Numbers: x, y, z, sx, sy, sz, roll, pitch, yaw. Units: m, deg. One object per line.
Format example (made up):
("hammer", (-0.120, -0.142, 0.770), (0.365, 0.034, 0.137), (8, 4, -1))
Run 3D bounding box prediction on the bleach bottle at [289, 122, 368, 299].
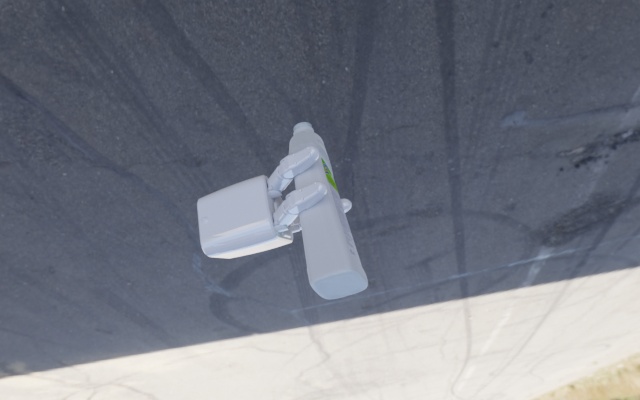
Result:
("bleach bottle", (0.000, 0.002, 0.665), (0.068, 0.250, 0.103), (-17, -29, 8))
